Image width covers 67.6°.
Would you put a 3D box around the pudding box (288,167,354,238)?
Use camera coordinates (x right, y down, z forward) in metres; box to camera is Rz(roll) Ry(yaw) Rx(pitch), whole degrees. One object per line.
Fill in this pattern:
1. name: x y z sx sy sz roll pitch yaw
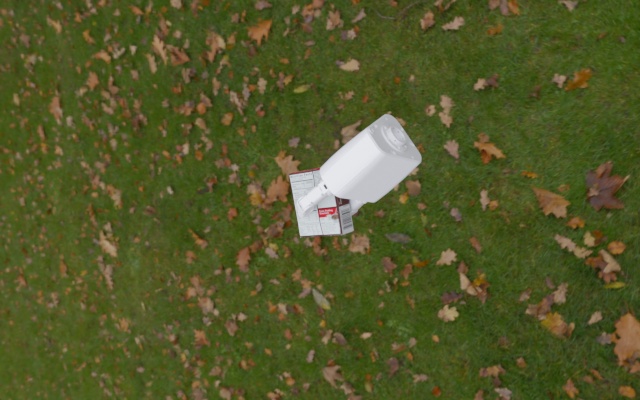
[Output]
1. pudding box: 0.000 0.003 0.783 0.090 0.113 0.039 -6 5 38
